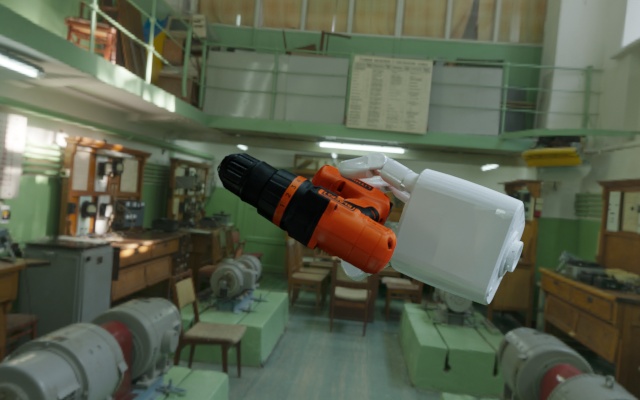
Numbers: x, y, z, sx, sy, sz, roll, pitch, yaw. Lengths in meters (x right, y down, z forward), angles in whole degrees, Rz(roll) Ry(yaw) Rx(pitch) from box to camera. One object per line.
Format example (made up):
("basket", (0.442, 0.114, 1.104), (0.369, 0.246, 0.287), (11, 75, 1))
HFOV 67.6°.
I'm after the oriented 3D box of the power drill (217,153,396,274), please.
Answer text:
("power drill", (0.000, 0.002, 0.513), (0.184, 0.057, 0.187), (31, 14, 9))
